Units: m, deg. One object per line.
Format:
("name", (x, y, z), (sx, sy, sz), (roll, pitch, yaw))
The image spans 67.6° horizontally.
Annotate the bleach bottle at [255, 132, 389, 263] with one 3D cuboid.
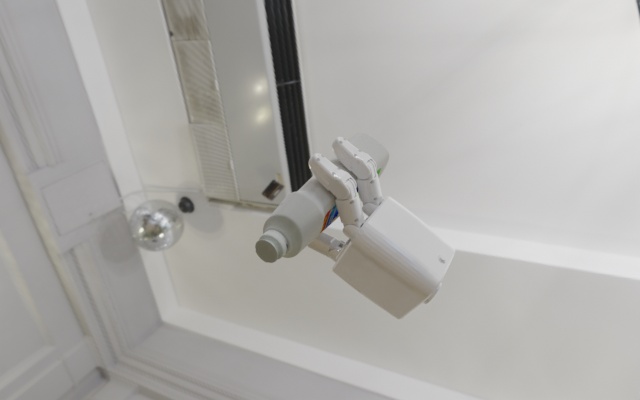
("bleach bottle", (0.000, 0.002, 0.589), (0.068, 0.103, 0.250), (38, 40, 7))
